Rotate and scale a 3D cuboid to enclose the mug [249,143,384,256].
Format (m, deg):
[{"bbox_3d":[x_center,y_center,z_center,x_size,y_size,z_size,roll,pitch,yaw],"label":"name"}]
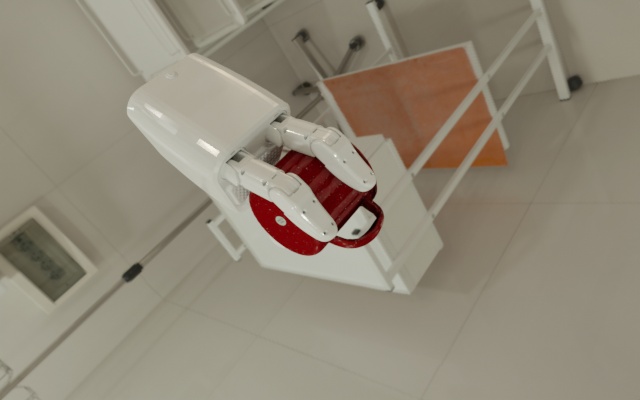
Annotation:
[{"bbox_3d":[0.001,0.002,0.426,0.117,0.081,0.093,34,-30,15],"label":"mug"}]
